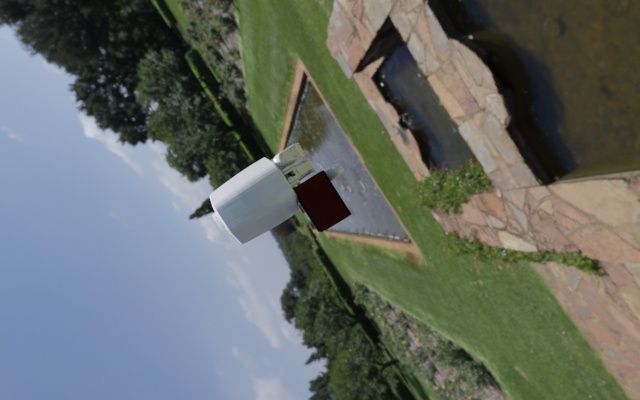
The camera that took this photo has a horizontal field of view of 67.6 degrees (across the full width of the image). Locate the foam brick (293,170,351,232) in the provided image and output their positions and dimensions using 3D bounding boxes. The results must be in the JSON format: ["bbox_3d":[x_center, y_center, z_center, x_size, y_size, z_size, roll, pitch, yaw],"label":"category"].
[{"bbox_3d":[0.000,0.003,0.709,0.051,0.078,0.053,-33,2,-9],"label":"foam brick"}]
